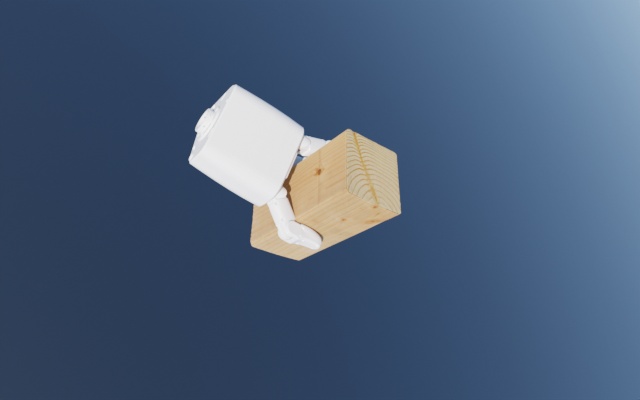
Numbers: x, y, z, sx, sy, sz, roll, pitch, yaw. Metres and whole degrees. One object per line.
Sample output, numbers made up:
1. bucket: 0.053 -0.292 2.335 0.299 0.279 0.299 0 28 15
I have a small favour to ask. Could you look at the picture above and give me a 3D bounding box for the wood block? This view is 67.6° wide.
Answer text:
1. wood block: 0.000 0.002 0.647 0.090 0.090 0.206 22 -34 -33
